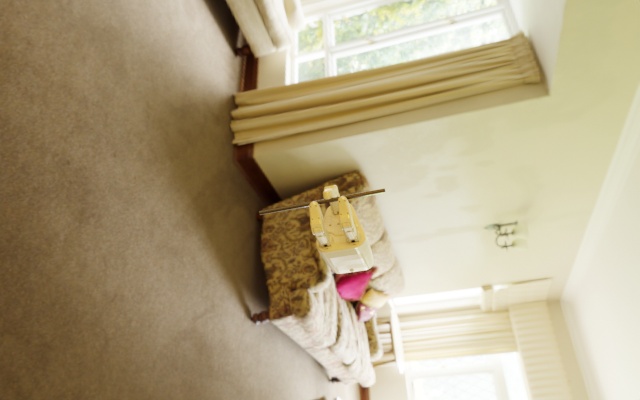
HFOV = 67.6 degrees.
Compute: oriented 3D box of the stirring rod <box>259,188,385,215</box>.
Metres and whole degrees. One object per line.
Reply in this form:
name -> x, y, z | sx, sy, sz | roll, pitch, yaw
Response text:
stirring rod -> 0.000, 0.003, 0.881 | 0.239, 0.011, 0.011 | -10, -2, 13
